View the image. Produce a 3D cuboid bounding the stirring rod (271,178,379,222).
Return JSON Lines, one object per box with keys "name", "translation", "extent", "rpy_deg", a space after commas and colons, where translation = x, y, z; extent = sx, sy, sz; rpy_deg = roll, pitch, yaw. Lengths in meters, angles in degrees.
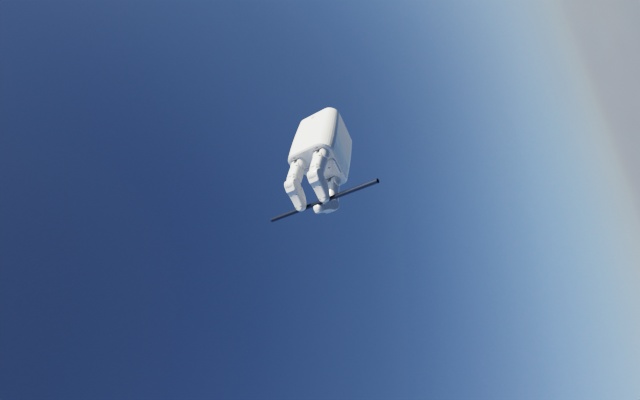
{"name": "stirring rod", "translation": [0.000, 0.003, 0.837], "extent": [0.239, 0.011, 0.011], "rpy_deg": [-21, -12, 35]}
